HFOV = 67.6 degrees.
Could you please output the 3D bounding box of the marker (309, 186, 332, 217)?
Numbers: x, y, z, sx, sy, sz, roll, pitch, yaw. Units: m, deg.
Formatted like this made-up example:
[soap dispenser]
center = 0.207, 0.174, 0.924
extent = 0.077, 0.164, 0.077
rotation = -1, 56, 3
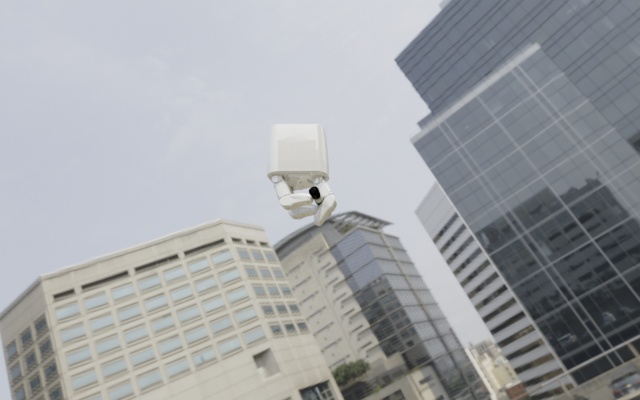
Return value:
[marker]
center = 0.000, 0.003, 0.884
extent = 0.020, 0.020, 0.121
rotation = 0, -21, 14
